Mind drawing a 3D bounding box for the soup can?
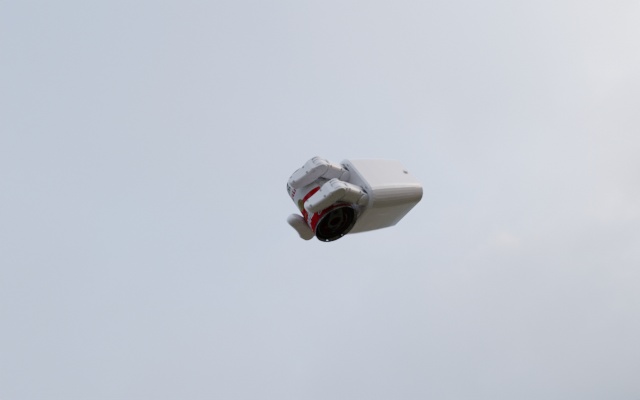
[{"bbox_3d":[0.000,0.002,0.704,0.068,0.068,0.102,0,39,-36],"label":"soup can"}]
